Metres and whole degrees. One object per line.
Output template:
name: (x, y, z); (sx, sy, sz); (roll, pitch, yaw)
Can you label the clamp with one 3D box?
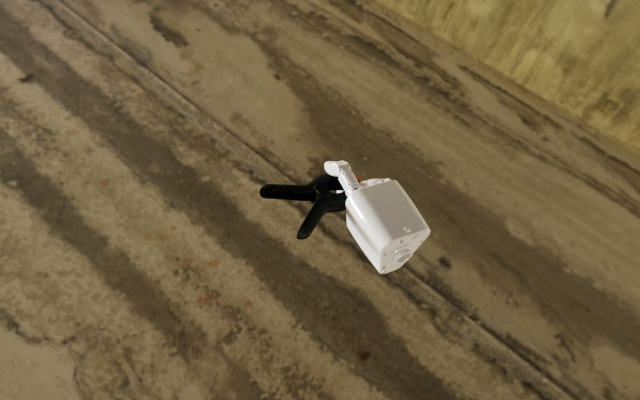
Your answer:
clamp: (0.000, 0.003, 0.772); (0.171, 0.120, 0.039); (-15, -35, -25)
